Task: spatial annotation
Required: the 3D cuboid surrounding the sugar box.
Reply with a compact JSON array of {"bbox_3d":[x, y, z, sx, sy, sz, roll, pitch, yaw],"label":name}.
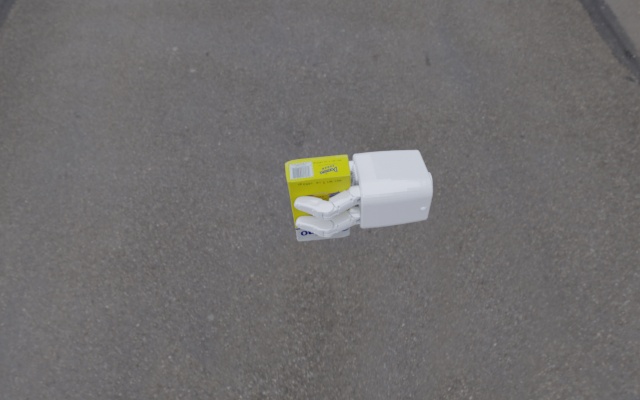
[{"bbox_3d":[0.000,0.003,0.752,0.093,0.048,0.176,-6,-36,0],"label":"sugar box"}]
